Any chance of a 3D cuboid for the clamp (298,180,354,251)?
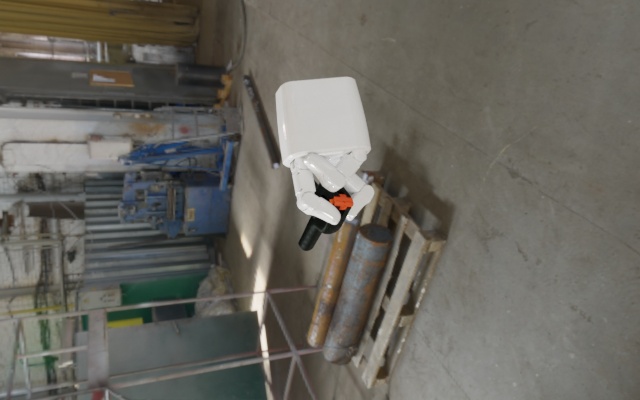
[{"bbox_3d":[0.000,0.002,0.707,0.039,0.120,0.171,-3,-14,-25],"label":"clamp"}]
